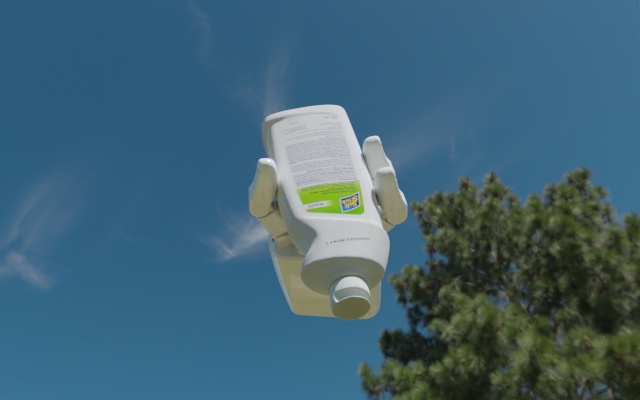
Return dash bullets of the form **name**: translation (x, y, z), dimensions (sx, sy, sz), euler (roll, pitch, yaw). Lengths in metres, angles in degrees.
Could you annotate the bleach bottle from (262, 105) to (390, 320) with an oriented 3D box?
- **bleach bottle**: translation (0.000, 0.001, 0.448), dimensions (0.102, 0.068, 0.250), euler (-11, 41, 0)
